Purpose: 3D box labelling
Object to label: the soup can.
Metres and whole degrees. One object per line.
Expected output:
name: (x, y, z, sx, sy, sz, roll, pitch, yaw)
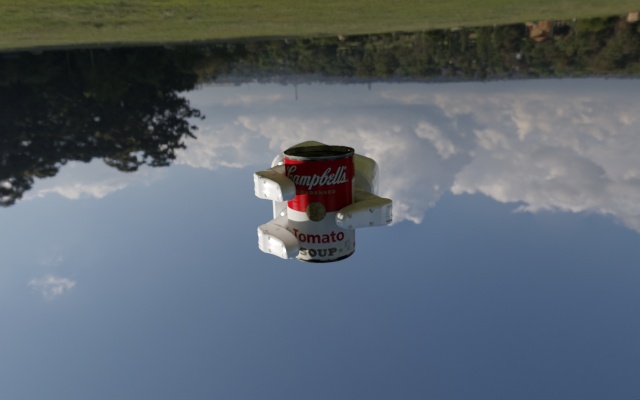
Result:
soup can: (0.000, 0.002, 0.465, 0.068, 0.102, 0.068, -2, 16, 0)
